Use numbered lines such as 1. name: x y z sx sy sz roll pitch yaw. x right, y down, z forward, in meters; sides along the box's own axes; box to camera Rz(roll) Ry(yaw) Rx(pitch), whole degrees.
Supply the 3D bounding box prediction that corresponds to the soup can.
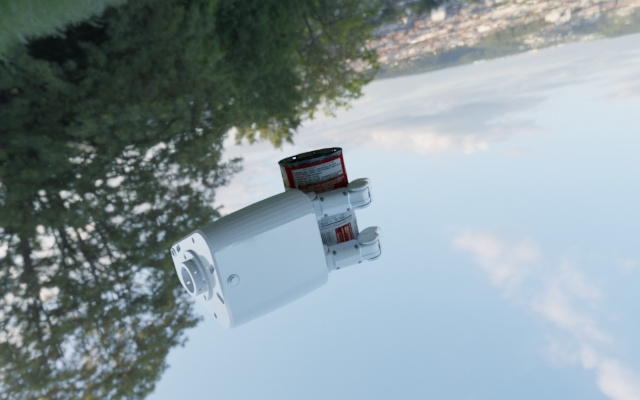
1. soup can: 0.000 0.002 0.499 0.068 0.102 0.068 -12 13 3
